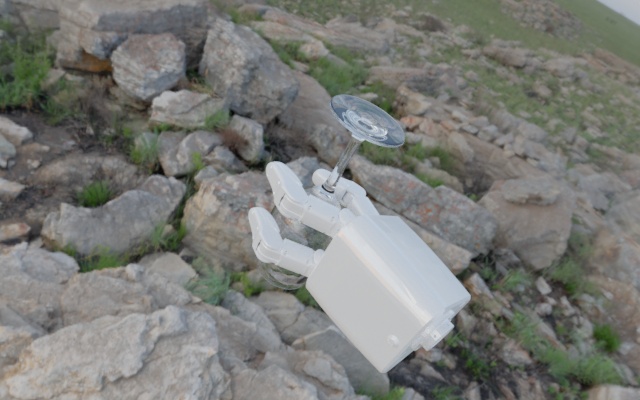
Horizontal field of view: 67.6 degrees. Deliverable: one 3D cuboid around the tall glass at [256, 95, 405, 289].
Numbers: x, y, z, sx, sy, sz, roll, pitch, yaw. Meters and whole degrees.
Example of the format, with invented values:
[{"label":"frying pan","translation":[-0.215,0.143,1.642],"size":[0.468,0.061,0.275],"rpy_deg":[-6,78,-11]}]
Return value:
[{"label":"tall glass","translation":[0.000,0.001,0.469],"size":[0.079,0.201,0.079],"rpy_deg":[20,35,-15]}]
